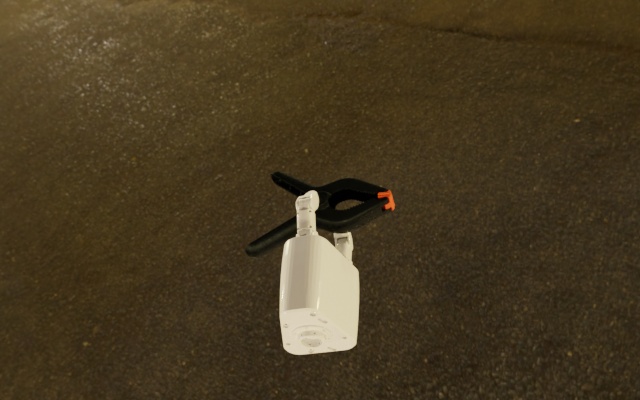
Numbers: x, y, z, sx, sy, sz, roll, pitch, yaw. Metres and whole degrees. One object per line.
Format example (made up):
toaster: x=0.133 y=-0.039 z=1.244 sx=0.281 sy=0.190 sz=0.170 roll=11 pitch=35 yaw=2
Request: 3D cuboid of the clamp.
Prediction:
clamp: x=0.000 y=0.002 z=0.691 sx=0.210 sy=0.164 sz=0.036 roll=-11 pitch=-46 yaw=14
